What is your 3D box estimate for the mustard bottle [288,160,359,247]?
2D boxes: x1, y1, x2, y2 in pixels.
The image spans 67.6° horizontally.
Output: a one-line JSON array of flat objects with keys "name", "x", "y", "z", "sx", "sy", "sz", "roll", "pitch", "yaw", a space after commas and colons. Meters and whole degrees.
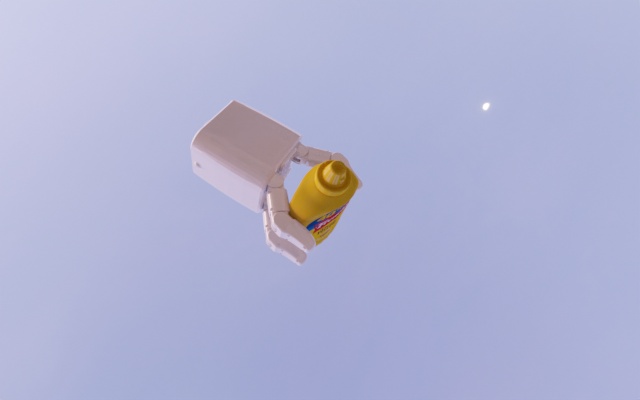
[{"name": "mustard bottle", "x": 0.000, "y": 0.002, "z": 0.598, "sx": 0.096, "sy": 0.058, "sz": 0.192, "roll": -33, "pitch": -14, "yaw": -23}]
